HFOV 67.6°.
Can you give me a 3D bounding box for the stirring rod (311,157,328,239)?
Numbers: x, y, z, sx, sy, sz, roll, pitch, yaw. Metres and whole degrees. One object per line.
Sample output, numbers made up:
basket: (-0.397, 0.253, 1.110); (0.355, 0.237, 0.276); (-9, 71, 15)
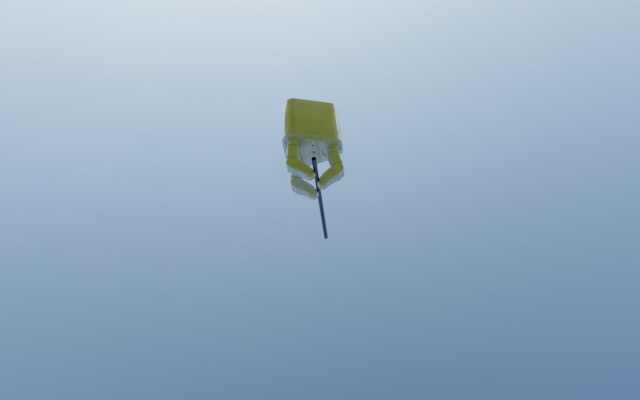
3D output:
stirring rod: (0.000, 0.003, 0.893); (0.011, 0.011, 0.240); (0, -37, 7)
